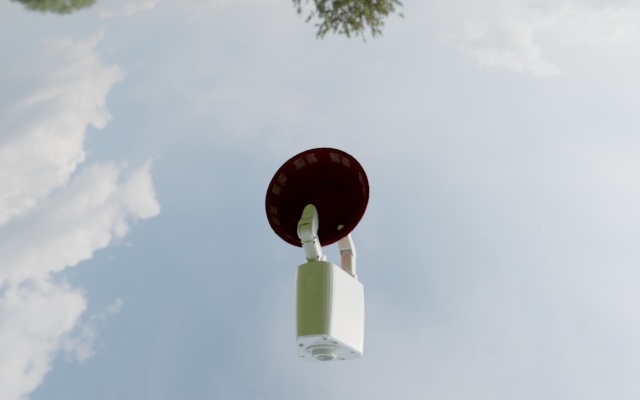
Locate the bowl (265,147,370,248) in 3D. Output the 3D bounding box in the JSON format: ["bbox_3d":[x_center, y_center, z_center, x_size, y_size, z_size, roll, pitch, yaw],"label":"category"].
[{"bbox_3d":[0.000,0.001,0.724,0.162,0.162,0.055,0,-22,18],"label":"bowl"}]
